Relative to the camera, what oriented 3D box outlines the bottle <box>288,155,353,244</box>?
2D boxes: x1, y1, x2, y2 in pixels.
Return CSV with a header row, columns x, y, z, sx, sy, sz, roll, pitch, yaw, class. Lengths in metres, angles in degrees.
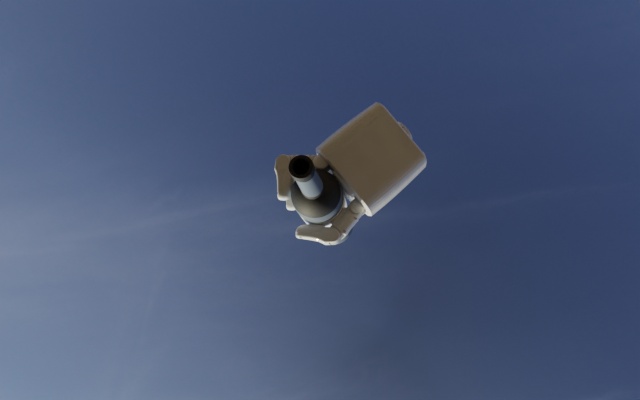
x,y,z,sx,sy,sz,roll,pitch,yaw,class
0.000,0.002,0.650,0.069,0.069,0.296,0,-15,9,bottle
